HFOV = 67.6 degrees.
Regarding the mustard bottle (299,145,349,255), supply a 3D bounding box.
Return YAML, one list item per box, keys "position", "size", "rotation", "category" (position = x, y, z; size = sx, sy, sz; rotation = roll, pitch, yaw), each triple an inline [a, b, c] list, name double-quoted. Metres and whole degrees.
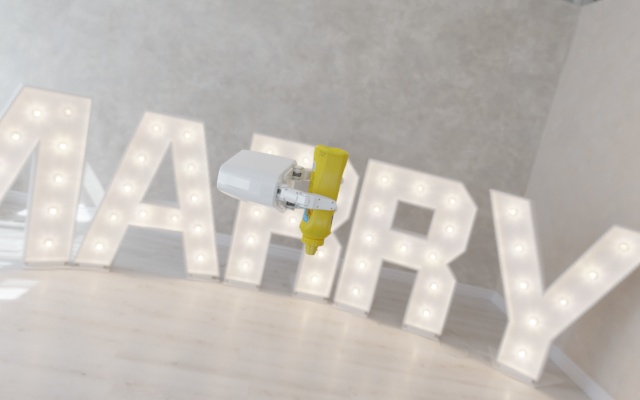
- position: [0.001, 0.003, 0.831]
  size: [0.058, 0.191, 0.096]
  rotation: [10, 10, -11]
  category: "mustard bottle"
